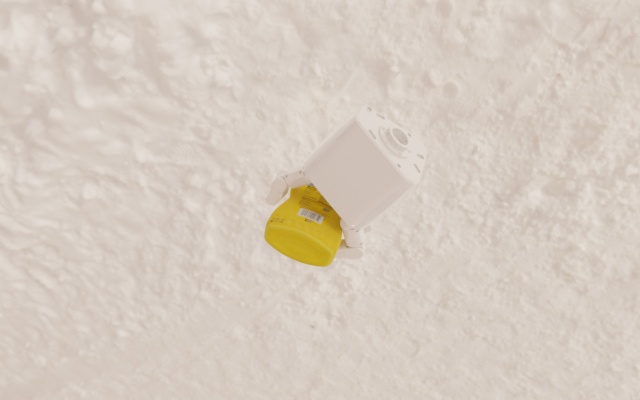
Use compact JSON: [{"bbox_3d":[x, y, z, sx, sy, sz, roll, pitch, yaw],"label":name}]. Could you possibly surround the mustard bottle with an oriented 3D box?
[{"bbox_3d":[0.000,0.003,0.667,0.096,0.058,0.191,21,41,5],"label":"mustard bottle"}]
